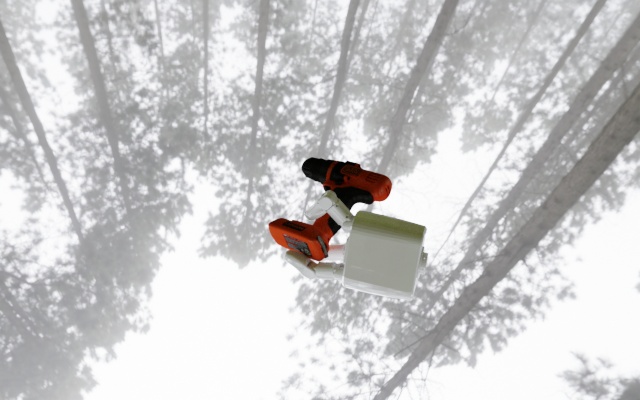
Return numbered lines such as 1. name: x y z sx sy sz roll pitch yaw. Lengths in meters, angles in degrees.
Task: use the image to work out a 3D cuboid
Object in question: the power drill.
1. power drill: 0.000 0.003 0.796 0.184 0.057 0.187 17 54 37
